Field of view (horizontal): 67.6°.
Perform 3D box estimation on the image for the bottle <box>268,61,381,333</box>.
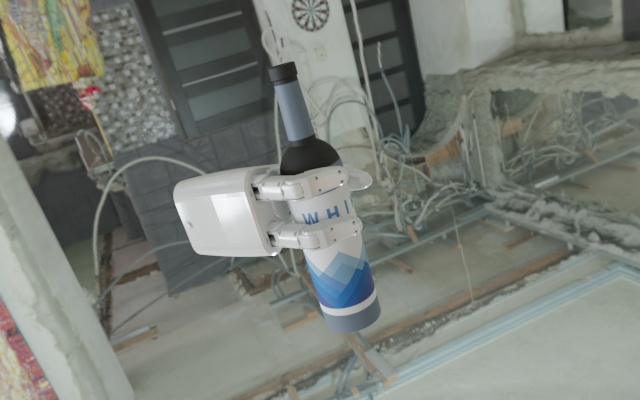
[{"bbox_3d":[0.000,0.002,0.512,0.069,0.296,0.069,-14,19,5],"label":"bottle"}]
